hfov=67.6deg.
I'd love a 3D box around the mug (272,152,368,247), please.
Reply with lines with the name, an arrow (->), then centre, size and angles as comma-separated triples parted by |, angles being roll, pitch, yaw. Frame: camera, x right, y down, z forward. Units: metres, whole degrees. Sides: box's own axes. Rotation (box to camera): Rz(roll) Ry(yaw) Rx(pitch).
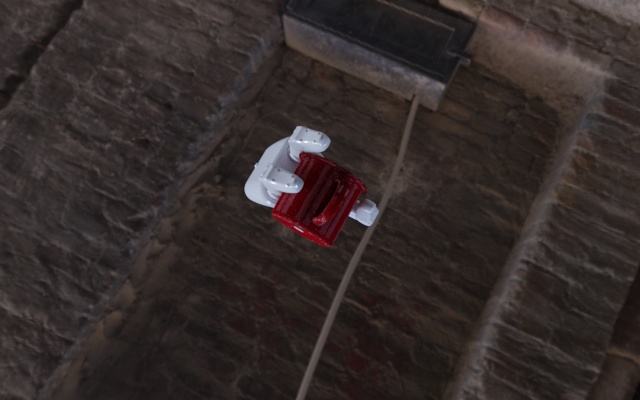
mug -> 0.001, 0.002, 0.550 | 0.093, 0.081, 0.117 | 33, -10, -18
